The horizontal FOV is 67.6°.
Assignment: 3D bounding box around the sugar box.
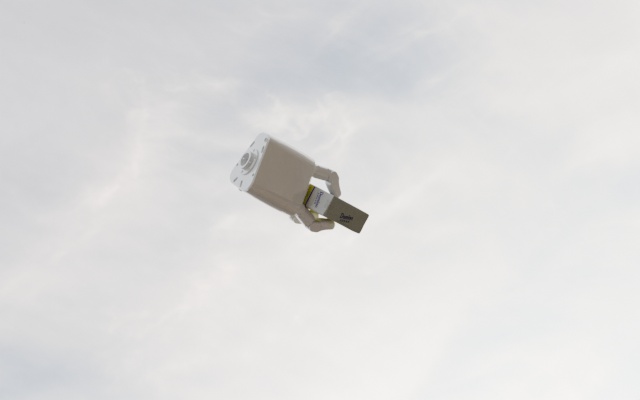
[{"bbox_3d":[0.000,0.003,0.884,0.093,0.048,0.176,28,2,-36],"label":"sugar box"}]
